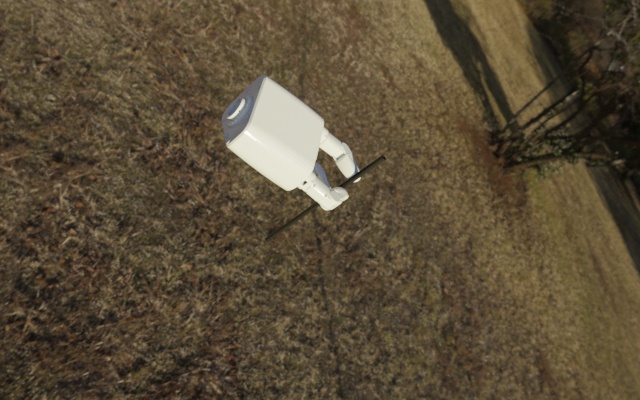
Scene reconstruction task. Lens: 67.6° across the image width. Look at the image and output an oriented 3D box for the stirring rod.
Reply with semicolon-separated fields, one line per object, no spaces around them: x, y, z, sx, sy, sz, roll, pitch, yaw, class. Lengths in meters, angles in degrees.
0.000;0.002;0.706;0.239;0.011;0.011;-35;-19;29;stirring rod
